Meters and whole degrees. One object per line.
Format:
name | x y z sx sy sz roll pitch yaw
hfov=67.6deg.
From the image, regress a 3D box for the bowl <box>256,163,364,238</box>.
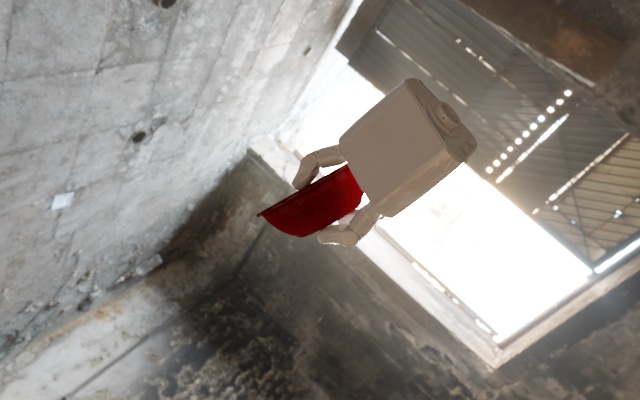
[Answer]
bowl | 0.000 0.003 0.619 0.162 0.055 0.162 -29 3 2
